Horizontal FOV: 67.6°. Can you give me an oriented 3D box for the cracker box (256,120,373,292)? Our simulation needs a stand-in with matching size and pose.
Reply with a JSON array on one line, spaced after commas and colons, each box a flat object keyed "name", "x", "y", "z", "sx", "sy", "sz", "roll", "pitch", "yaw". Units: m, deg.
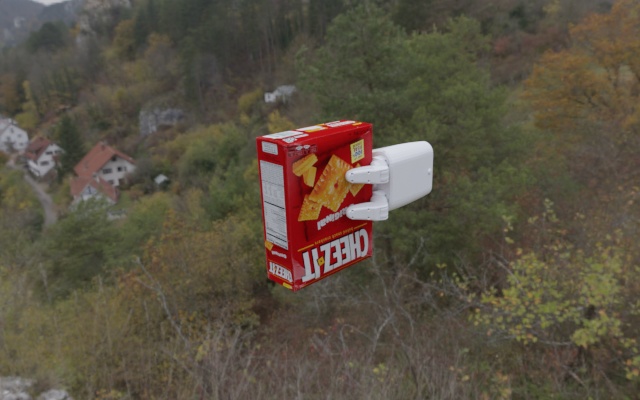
[{"name": "cracker box", "x": 0.000, "y": 0.002, "z": 0.693, "sx": 0.164, "sy": 0.214, "sz": 0.072, "roll": -18, "pitch": 24, "yaw": -38}]
